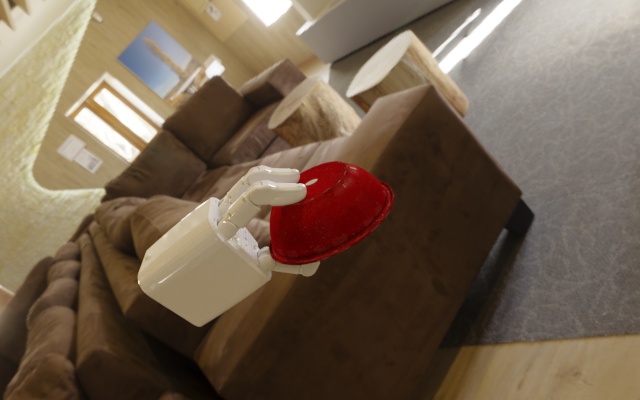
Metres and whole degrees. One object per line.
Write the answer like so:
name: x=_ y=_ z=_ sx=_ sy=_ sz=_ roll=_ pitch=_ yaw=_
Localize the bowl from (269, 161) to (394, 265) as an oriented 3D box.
bowl: x=0.001 y=0.001 z=0.551 sx=0.162 sy=0.055 sz=0.162 roll=-23 pitch=23 yaw=11
